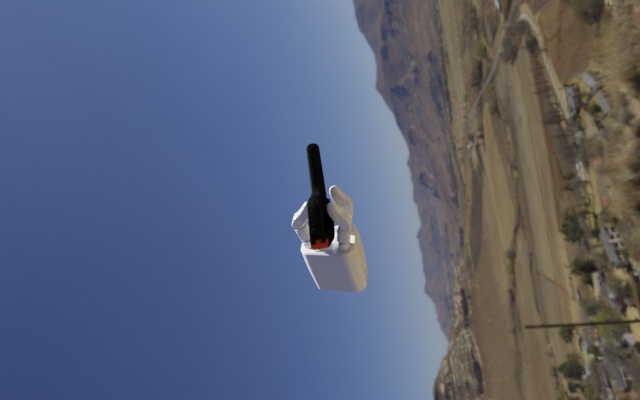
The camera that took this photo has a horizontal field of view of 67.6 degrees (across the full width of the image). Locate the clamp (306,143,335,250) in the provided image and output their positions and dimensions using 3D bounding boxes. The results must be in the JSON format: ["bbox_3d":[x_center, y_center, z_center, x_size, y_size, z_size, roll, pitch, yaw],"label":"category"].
[{"bbox_3d":[-0.001,0.004,0.877,0.036,0.165,0.209,-13,32,15],"label":"clamp"}]
